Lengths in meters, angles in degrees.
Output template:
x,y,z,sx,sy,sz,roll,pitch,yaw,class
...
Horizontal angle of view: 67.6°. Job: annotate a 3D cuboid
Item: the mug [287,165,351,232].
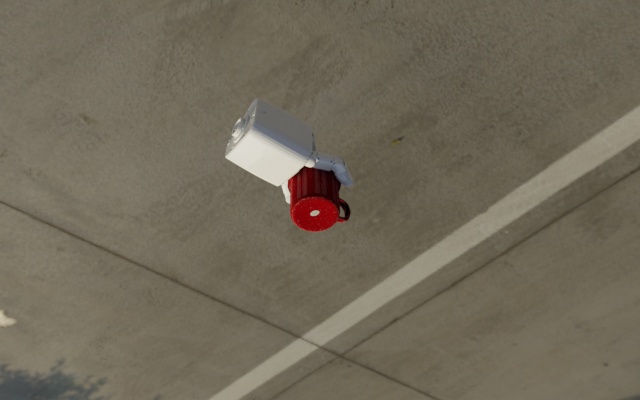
x,y,z,sx,sy,sz,roll,pitch,yaw,class
0.001,0.003,0.803,0.117,0.081,0.093,27,-56,-23,mug
